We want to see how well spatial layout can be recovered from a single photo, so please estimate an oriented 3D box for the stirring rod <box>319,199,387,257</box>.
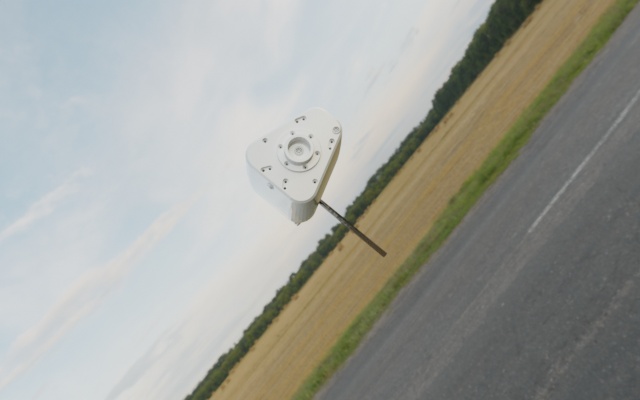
[{"bbox_3d":[0.000,0.002,0.691,0.239,0.011,0.011,39,4,5],"label":"stirring rod"}]
